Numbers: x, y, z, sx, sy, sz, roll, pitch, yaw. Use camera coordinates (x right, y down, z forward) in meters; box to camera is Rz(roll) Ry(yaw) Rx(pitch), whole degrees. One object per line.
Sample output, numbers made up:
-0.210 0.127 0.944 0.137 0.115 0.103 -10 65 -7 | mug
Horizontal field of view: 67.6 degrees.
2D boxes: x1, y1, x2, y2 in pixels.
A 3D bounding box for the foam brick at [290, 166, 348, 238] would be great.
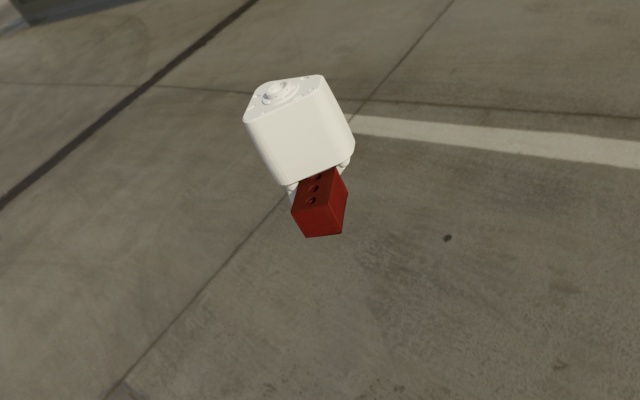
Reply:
0.000 0.002 0.624 0.053 0.051 0.078 -11 41 21 | foam brick
